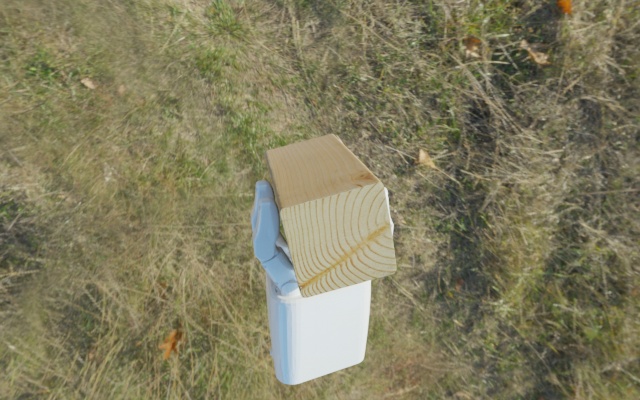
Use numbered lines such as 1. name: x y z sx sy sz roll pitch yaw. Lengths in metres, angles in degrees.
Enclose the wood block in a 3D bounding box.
1. wood block: 0.000 0.002 0.499 0.091 0.090 0.206 -14 21 -6
